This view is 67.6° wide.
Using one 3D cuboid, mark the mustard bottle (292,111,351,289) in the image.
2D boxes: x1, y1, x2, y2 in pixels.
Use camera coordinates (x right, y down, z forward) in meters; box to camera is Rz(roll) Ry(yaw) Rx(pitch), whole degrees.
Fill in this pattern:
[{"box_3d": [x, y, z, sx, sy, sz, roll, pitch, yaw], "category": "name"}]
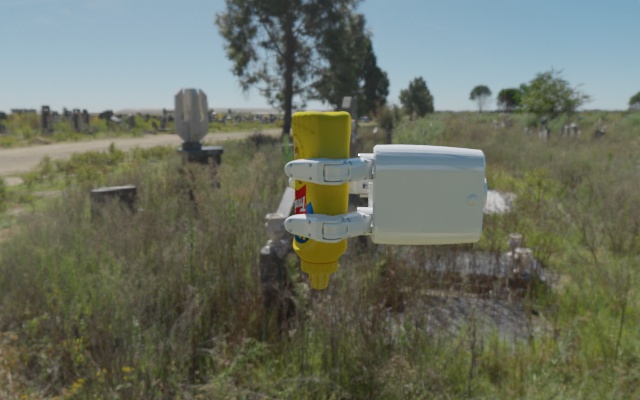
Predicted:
[{"box_3d": [0.000, 0.001, 0.514, 0.058, 0.192, 0.096, -3, 11, -17], "category": "mustard bottle"}]
